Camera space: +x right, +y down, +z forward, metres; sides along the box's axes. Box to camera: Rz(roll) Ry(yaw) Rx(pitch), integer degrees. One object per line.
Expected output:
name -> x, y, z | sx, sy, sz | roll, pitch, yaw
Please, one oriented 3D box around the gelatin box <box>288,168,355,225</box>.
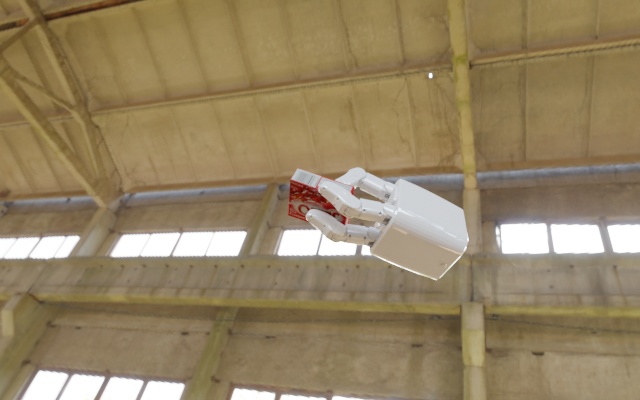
gelatin box -> 0.000, 0.002, 0.674 | 0.089, 0.073, 0.030 | 19, 47, 11
